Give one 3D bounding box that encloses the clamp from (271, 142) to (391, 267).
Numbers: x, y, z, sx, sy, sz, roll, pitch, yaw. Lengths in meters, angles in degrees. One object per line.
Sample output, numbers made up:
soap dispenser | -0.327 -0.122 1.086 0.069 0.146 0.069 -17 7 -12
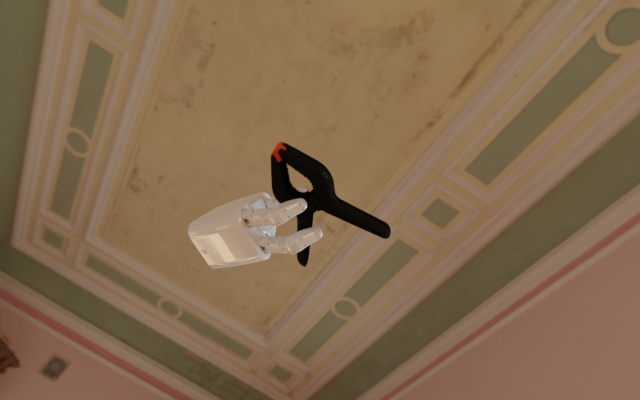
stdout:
clamp | 0.000 0.002 0.713 0.164 0.210 0.036 -16 27 21
